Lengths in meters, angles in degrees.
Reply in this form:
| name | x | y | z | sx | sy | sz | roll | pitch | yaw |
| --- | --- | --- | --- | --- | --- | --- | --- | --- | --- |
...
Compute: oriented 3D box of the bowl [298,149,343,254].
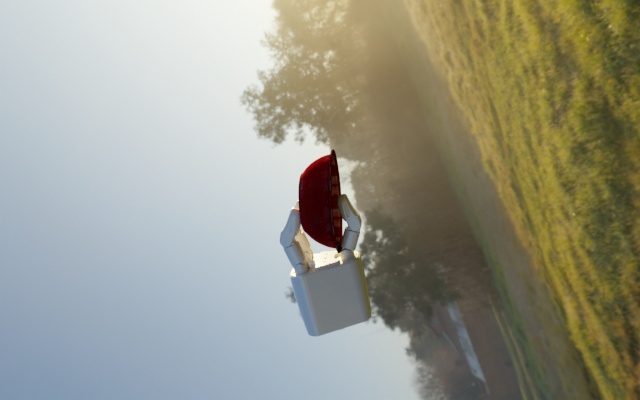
| name | x | y | z | sx | sy | sz | roll | pitch | yaw |
| --- | --- | --- | --- | --- | --- | --- | --- | --- | --- |
| bowl | 0.000 | 0.001 | 0.742 | 0.055 | 0.162 | 0.162 | -3 | 0 | 7 |
